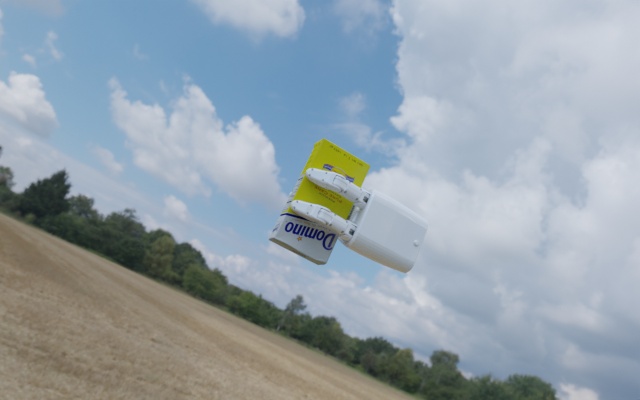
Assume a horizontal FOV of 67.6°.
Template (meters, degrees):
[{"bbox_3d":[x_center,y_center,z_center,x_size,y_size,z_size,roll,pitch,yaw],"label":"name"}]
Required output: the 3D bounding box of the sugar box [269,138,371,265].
[{"bbox_3d":[0.000,0.002,0.743,0.093,0.176,0.048,28,-17,-14],"label":"sugar box"}]
